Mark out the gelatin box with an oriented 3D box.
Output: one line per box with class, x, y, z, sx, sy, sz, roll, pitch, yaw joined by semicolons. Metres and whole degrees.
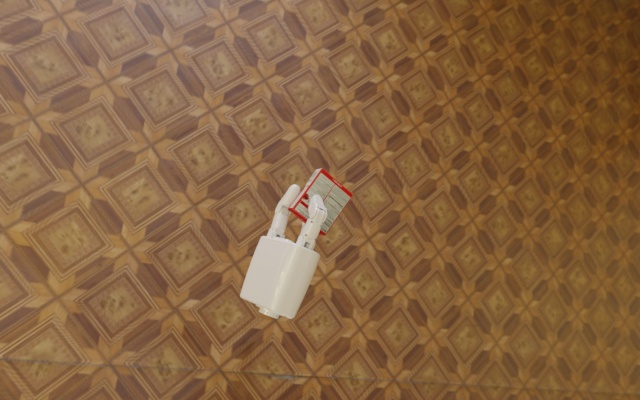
gelatin box;0.000;0.002;0.799;0.073;0.089;0.030;39;-13;-17
